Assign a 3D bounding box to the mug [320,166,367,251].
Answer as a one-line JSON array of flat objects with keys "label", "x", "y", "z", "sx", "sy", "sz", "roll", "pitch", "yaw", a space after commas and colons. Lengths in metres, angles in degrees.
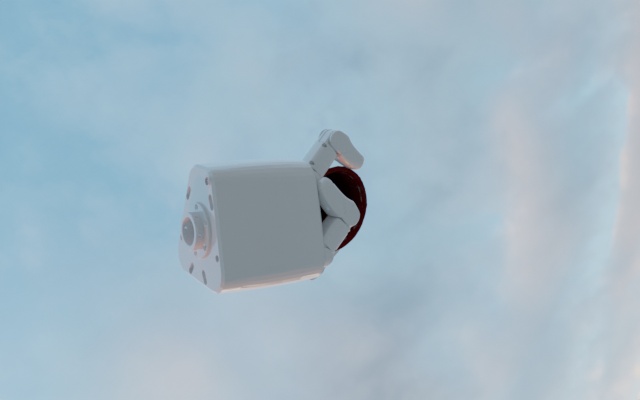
[{"label": "mug", "x": 0.001, "y": 0.002, "z": 0.542, "sx": 0.117, "sy": 0.093, "sz": 0.081, "roll": -3, "pitch": 13, "yaw": -40}]
